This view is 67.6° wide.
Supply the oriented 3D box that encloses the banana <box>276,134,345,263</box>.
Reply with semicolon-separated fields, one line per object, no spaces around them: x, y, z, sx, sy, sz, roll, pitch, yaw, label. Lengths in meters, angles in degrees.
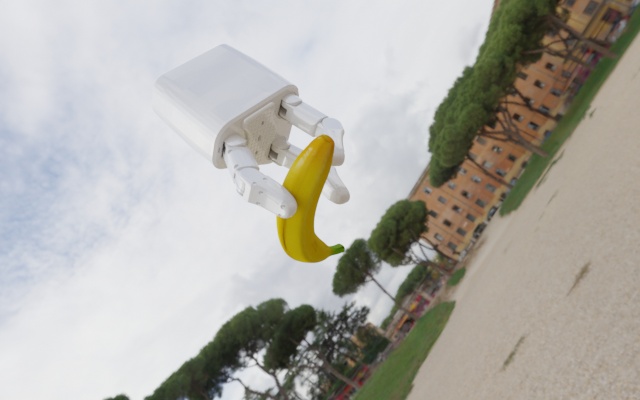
-0.013;0.014;0.471;0.069;0.037;0.198;-38;-28;-19;banana
